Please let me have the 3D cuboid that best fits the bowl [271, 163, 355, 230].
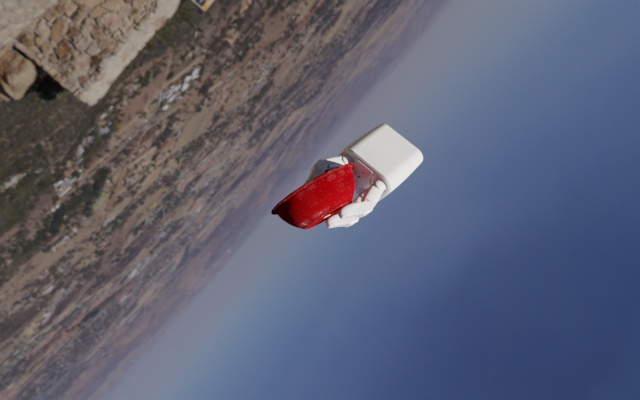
[{"bbox_3d":[-0.001,0.004,0.800,0.162,0.055,0.162,-30,-7,-4],"label":"bowl"}]
